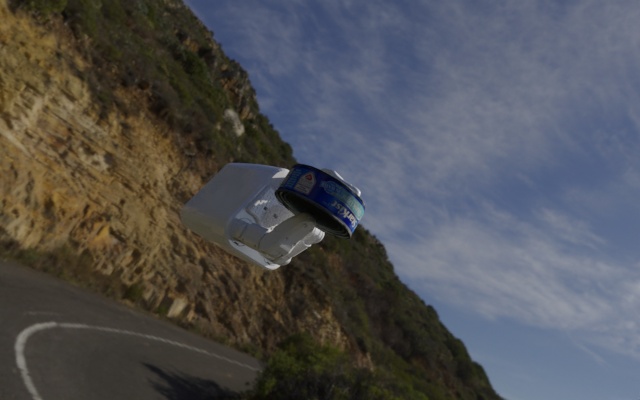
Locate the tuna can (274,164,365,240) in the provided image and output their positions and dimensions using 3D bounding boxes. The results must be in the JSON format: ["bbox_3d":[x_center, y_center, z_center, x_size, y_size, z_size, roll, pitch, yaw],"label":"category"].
[{"bbox_3d":[0.000,0.001,0.467,0.086,0.033,0.086,29,-15,8],"label":"tuna can"}]
